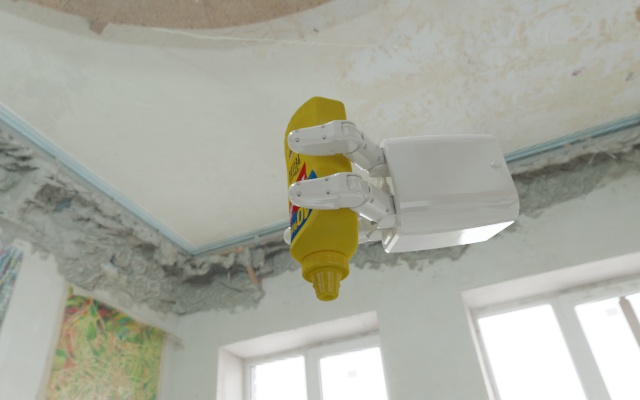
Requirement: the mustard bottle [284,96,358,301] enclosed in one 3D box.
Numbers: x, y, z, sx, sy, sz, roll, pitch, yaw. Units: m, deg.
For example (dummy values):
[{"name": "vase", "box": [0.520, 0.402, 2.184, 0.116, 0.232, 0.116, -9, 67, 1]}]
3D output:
[{"name": "mustard bottle", "box": [0.000, 0.001, 0.447, 0.058, 0.191, 0.096, 9, -37, -20]}]
